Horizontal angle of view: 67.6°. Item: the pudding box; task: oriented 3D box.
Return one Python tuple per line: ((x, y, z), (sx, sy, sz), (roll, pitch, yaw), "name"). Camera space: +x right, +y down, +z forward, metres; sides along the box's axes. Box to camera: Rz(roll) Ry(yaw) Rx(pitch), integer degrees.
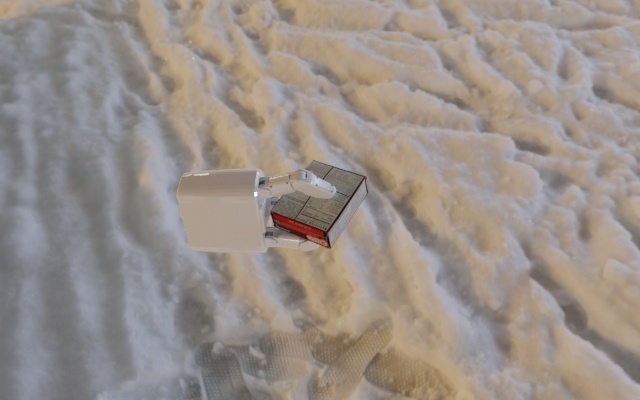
((0.000, 0.002, 0.644), (0.090, 0.113, 0.039), (20, -34, 24), "pudding box")
